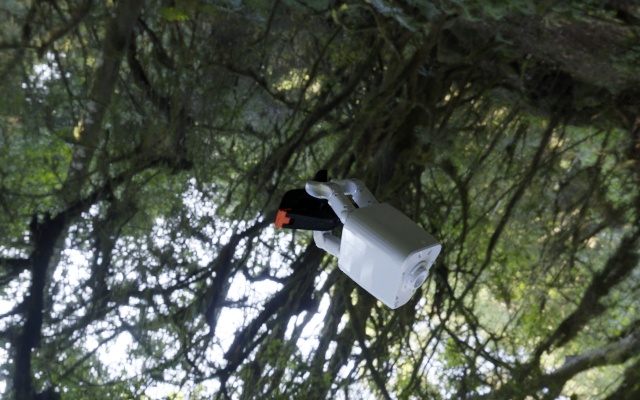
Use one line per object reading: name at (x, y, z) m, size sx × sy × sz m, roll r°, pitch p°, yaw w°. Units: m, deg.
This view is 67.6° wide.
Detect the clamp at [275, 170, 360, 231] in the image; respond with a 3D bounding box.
clamp at (0.000, 0.003, 0.738) m, size 0.210 × 0.036 × 0.164 m, roll -10°, pitch 36°, yaw -46°
